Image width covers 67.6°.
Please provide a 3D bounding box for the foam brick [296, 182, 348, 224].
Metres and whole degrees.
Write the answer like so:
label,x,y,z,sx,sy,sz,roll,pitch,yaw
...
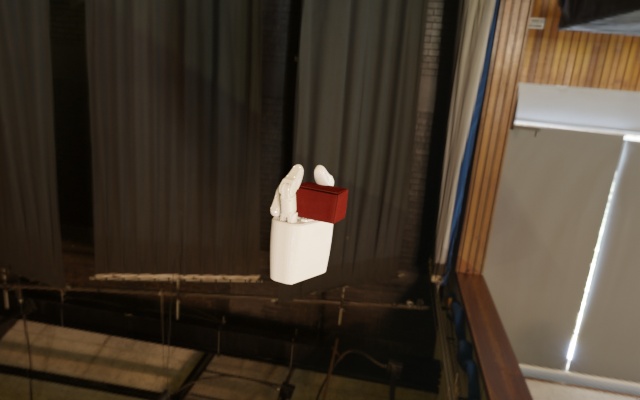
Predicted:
label,x,y,z,sx,sy,sz,roll,pitch,yaw
foam brick,0.000,0.003,0.786,0.078,0.051,0.053,11,13,22
